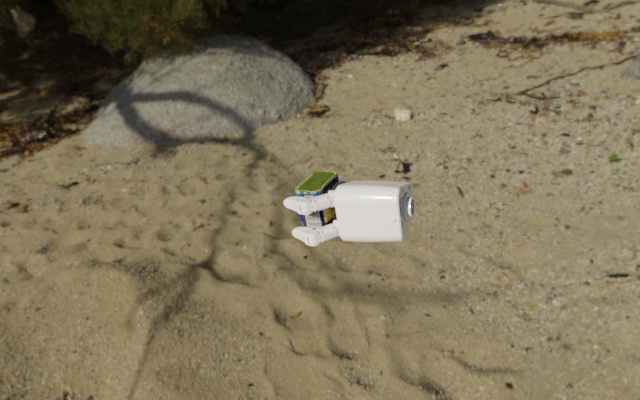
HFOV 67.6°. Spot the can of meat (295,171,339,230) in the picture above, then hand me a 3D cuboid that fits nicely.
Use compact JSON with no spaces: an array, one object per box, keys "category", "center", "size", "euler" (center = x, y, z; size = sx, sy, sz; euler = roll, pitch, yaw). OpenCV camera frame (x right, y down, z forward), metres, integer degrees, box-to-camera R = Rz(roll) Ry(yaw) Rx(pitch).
[{"category":"can of meat","center":[0.000,0.002,0.841],"size":[0.057,0.084,0.102],"euler":[1,25,25]}]
